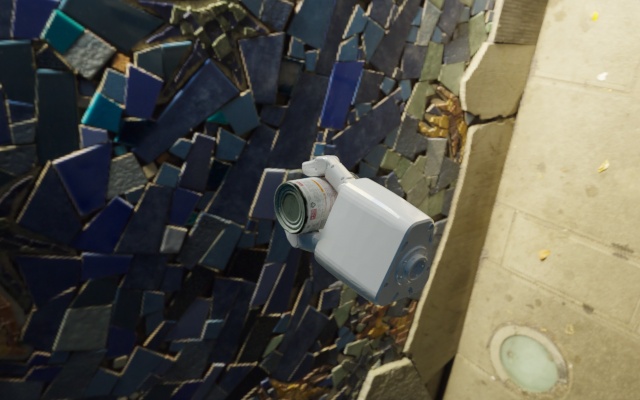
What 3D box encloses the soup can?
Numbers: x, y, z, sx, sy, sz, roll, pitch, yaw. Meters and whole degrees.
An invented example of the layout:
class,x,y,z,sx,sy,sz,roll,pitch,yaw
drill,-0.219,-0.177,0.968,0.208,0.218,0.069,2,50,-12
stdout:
class,x,y,z,sx,sy,sz,roll,pitch,yaw
soup can,0.000,0.002,0.618,0.102,0.068,0.068,-11,7,-38
